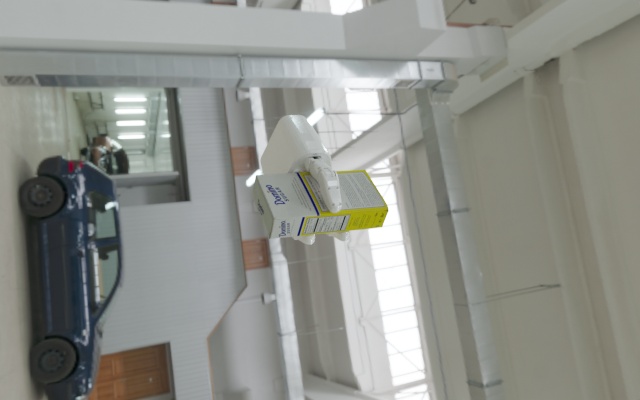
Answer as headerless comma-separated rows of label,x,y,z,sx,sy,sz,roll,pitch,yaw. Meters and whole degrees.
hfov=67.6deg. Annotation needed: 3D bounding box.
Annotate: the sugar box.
sugar box,0.000,0.003,0.679,0.176,0.048,0.093,-5,44,-22
